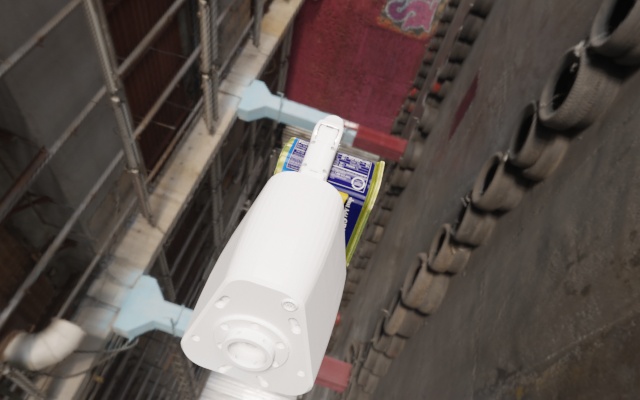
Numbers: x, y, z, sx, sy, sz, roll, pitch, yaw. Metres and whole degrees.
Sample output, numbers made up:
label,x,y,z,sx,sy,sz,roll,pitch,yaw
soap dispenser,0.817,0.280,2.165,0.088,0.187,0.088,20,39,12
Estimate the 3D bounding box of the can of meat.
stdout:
label,x,y,z,sx,sy,sz,roll,pitch,yaw
can of meat,0.000,0.001,0.422,0.084,0.102,0.057,18,41,1
